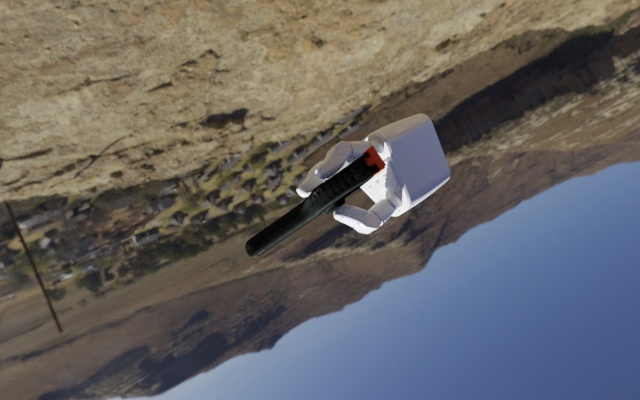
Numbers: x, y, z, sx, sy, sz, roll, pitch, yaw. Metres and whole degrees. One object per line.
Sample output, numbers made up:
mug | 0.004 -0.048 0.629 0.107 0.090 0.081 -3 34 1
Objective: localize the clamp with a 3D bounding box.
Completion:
clamp | 0.001 0.002 0.586 0.164 0.036 0.210 -32 -4 -36
